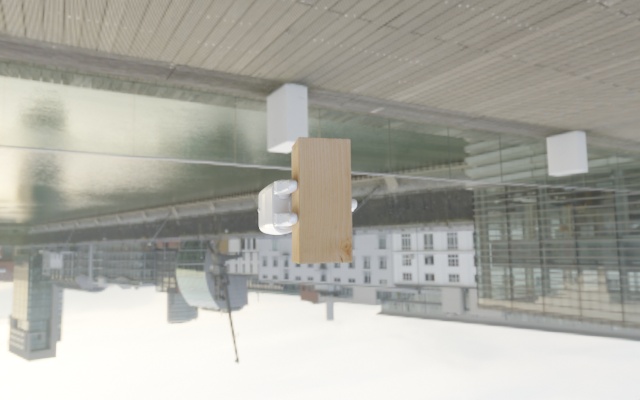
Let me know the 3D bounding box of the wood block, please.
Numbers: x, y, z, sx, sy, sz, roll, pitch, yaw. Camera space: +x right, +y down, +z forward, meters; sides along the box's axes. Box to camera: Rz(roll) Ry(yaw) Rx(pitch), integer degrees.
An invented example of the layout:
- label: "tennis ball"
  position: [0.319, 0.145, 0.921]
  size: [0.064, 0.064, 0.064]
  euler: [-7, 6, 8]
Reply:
- label: "wood block"
  position: [0.000, 0.003, 0.819]
  size: [0.091, 0.206, 0.090]
  euler: [0, -6, -12]
